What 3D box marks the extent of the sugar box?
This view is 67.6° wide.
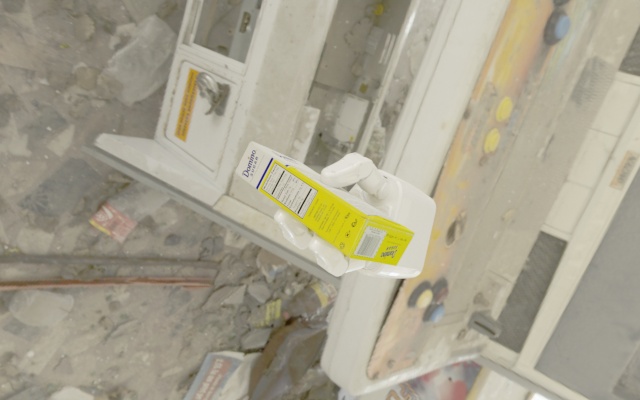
[{"bbox_3d":[0.000,0.002,0.489,0.176,0.048,0.093,31,7,38],"label":"sugar box"}]
